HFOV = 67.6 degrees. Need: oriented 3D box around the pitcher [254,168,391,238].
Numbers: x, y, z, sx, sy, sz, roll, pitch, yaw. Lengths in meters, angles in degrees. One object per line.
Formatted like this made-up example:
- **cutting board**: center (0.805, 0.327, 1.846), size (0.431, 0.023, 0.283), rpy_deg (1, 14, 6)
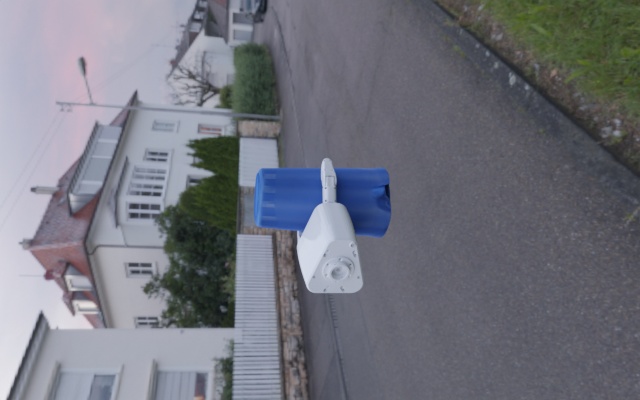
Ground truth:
- **pitcher**: center (0.000, 0.003, 0.894), size (0.243, 0.149, 0.145), rpy_deg (3, 31, -11)
